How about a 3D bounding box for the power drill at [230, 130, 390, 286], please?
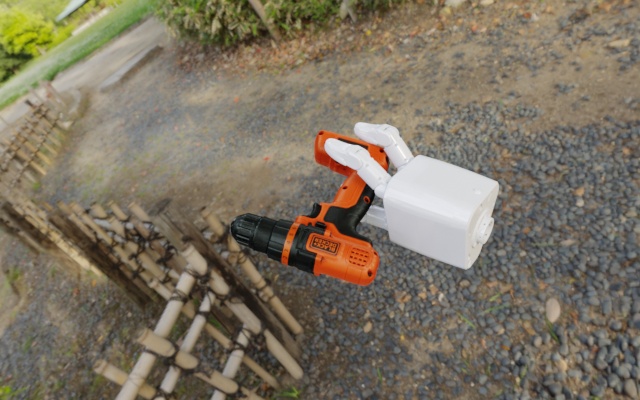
[{"bbox_3d":[0.001,0.002,0.606,0.184,0.187,0.057,18,-28,6],"label":"power drill"}]
